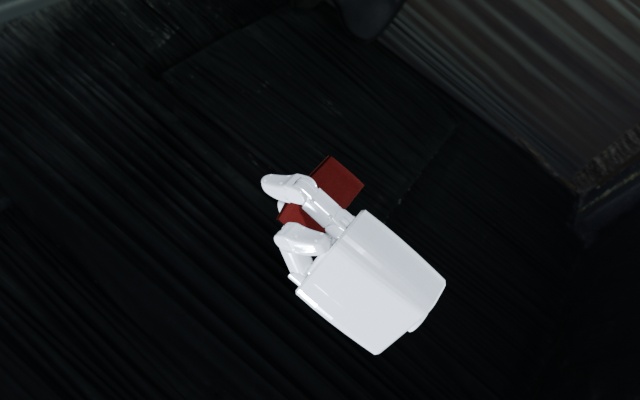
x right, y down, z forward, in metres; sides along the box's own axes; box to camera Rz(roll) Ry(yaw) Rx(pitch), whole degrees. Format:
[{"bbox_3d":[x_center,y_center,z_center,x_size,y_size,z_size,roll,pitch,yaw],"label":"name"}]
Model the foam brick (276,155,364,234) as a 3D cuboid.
[{"bbox_3d":[0.000,0.001,0.511,0.078,0.051,0.053,-48,-6,-35],"label":"foam brick"}]
